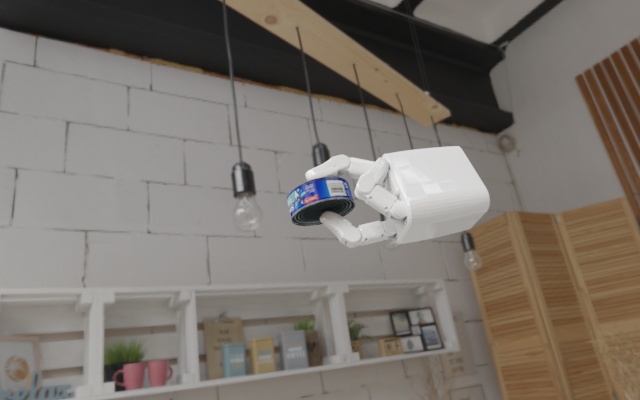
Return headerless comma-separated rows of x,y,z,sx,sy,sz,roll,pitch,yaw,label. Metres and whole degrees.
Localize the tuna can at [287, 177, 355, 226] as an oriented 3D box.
0.000,0.002,0.627,0.086,0.033,0.086,-13,-21,-5,tuna can
